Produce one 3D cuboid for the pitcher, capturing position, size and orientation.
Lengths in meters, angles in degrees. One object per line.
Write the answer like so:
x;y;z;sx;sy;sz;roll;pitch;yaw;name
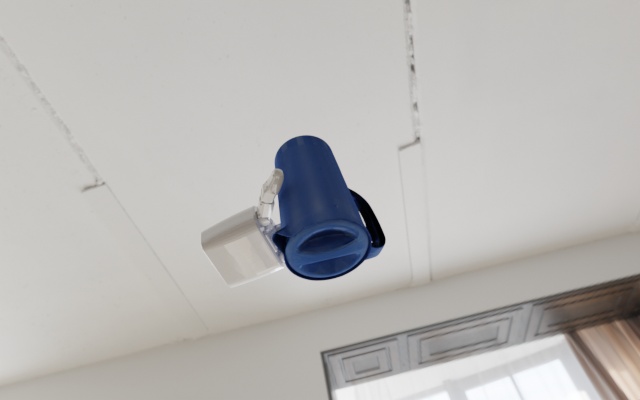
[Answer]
0.000;0.003;0.789;0.145;0.242;0.149;-26;-48;10;pitcher
